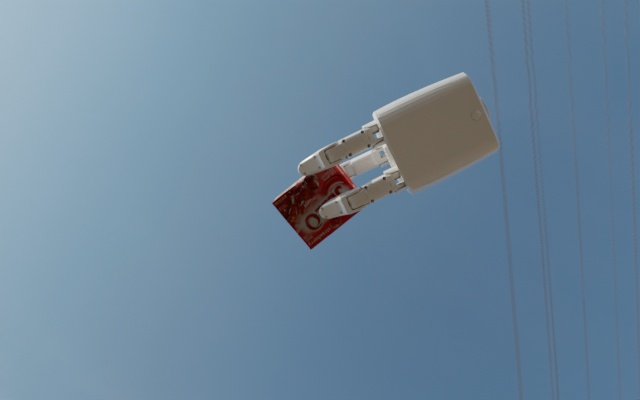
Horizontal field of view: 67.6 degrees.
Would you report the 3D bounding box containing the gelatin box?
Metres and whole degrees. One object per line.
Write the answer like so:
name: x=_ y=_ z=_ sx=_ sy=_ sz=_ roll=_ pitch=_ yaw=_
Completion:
gelatin box: x=0.000 y=0.002 z=0.563 sx=0.089 sy=0.073 sz=0.030 roll=-38 pitch=6 yaw=13
